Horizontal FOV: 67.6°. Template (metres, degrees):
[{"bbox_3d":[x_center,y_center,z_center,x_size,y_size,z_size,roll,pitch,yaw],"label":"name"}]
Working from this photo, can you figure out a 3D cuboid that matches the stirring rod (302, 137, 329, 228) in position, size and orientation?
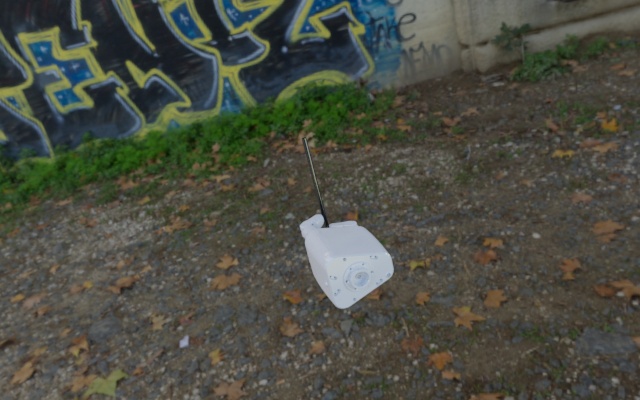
[{"bbox_3d":[0.000,0.003,0.853,0.011,0.240,0.011,-13,21,5],"label":"stirring rod"}]
